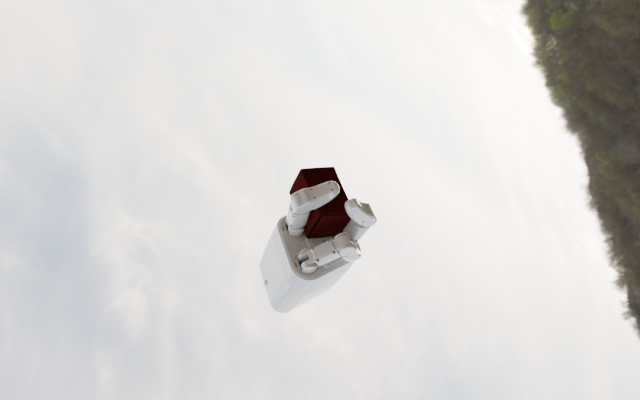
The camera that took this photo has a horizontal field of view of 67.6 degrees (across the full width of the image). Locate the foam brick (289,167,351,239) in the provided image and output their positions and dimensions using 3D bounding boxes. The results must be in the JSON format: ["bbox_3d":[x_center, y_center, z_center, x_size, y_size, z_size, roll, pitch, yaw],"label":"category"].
[{"bbox_3d":[0.000,0.002,0.622,0.053,0.078,0.051,-4,-35,-28],"label":"foam brick"}]
